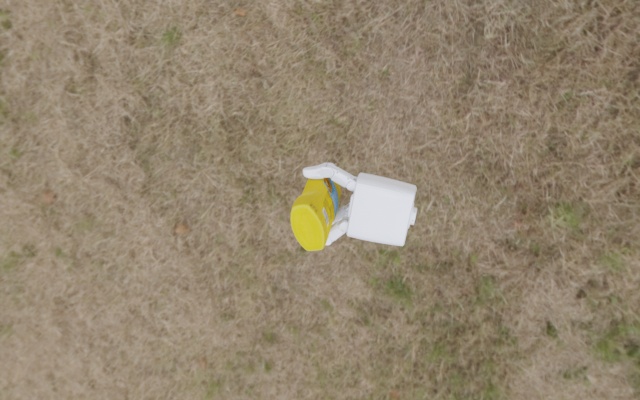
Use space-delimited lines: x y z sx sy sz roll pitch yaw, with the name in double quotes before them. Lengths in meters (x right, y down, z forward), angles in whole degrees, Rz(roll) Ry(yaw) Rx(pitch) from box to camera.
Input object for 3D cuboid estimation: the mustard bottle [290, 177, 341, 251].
"mustard bottle" 0.000 0.003 0.886 0.058 0.096 0.191 -9 27 20
